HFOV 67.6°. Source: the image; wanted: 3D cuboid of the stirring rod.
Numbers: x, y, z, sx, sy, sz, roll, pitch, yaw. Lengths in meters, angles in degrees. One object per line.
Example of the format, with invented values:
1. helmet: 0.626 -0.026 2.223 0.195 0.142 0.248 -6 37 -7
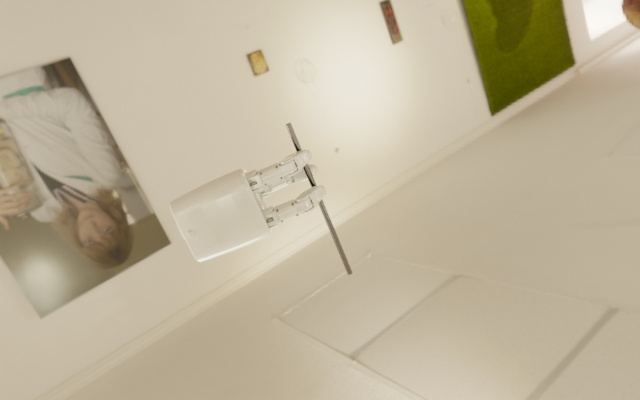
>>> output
1. stirring rod: 0.000 0.002 0.684 0.011 0.239 0.011 -21 16 6
